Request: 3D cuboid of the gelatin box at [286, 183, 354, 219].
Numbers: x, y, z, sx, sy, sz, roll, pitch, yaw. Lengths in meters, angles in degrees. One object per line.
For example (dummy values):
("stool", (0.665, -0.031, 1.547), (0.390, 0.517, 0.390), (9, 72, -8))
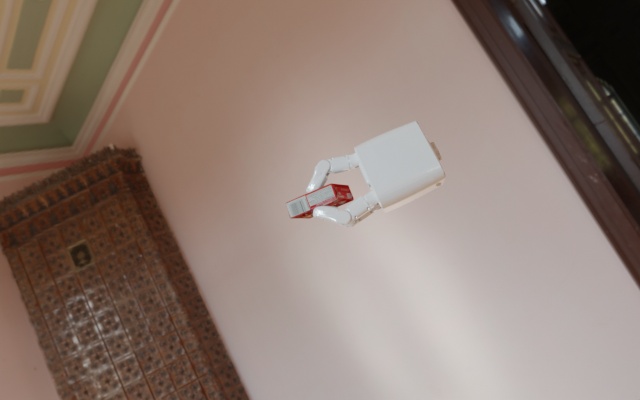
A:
("gelatin box", (0.000, 0.002, 0.768), (0.089, 0.030, 0.073), (-23, -10, 21))
